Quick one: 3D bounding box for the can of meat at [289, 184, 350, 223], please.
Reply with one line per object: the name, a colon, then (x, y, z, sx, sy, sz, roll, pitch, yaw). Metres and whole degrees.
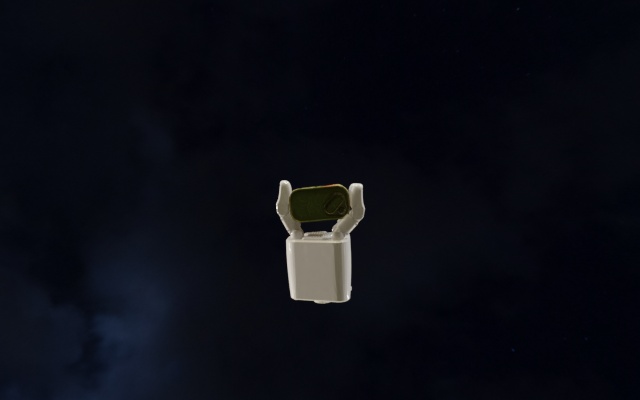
can of meat: (0.000, 0.003, 0.836, 0.102, 0.057, 0.084, -6, 4, 3)
